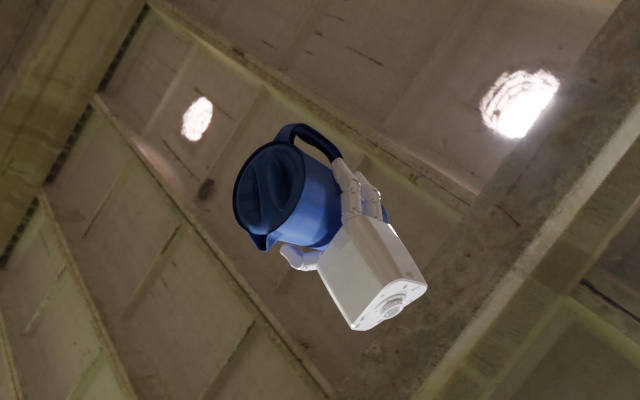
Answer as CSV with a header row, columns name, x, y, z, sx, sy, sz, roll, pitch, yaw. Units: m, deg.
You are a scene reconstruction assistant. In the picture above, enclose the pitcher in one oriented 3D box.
name,x,y,z,sx,sy,sz,roll,pitch,yaw
pitcher,0.000,0.003,0.721,0.149,0.145,0.243,-45,-38,18
